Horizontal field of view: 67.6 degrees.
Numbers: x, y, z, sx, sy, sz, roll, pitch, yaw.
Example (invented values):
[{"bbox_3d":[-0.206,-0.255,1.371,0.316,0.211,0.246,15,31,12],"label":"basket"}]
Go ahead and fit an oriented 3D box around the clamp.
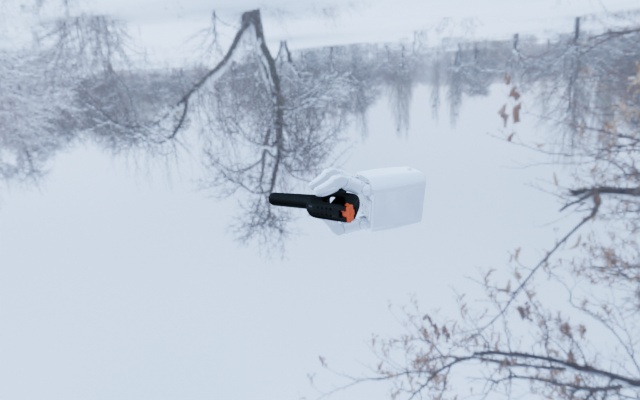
[{"bbox_3d":[0.001,0.004,0.856,0.164,0.036,0.210,-11,16,-13],"label":"clamp"}]
